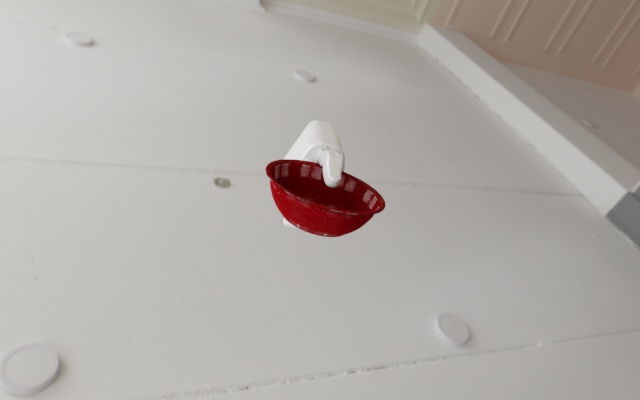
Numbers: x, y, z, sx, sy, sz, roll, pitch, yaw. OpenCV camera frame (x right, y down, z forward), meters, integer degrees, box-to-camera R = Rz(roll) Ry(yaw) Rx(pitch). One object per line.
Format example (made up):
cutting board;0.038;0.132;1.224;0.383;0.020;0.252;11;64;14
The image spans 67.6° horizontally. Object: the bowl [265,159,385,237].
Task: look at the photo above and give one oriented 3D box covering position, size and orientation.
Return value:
bowl;0.000;0.003;0.624;0.162;0.055;0.162;16;20;-6
